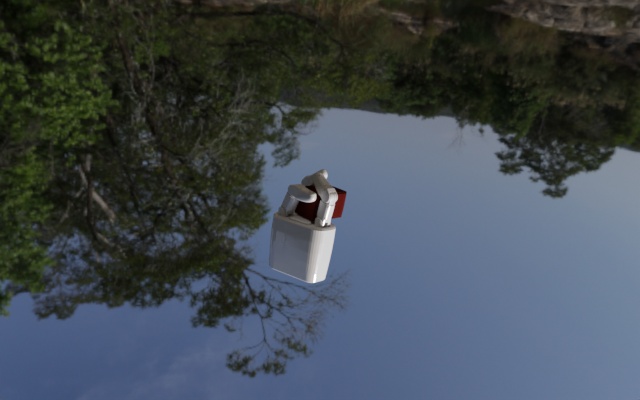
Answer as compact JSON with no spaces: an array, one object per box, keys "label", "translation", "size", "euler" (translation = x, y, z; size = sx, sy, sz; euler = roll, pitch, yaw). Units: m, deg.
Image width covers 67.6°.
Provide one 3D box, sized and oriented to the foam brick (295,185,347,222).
[{"label":"foam brick","translation":[0.000,0.003,0.879],"size":[0.078,0.051,0.053],"euler":[-6,22,-44]}]
